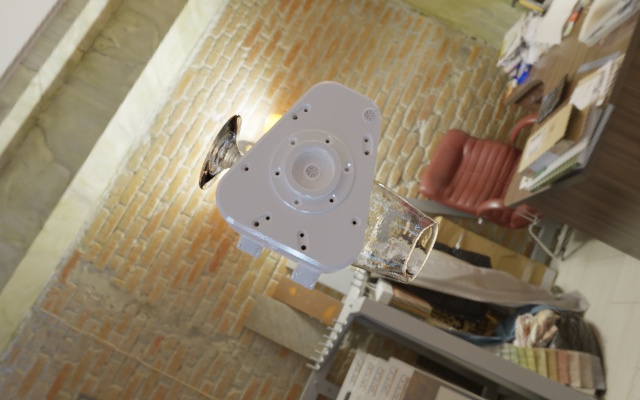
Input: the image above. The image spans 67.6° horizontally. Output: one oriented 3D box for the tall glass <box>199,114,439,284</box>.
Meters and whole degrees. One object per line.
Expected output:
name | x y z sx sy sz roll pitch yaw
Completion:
tall glass | -0.001 0.001 0.422 0.201 0.079 0.079 27 0 1
